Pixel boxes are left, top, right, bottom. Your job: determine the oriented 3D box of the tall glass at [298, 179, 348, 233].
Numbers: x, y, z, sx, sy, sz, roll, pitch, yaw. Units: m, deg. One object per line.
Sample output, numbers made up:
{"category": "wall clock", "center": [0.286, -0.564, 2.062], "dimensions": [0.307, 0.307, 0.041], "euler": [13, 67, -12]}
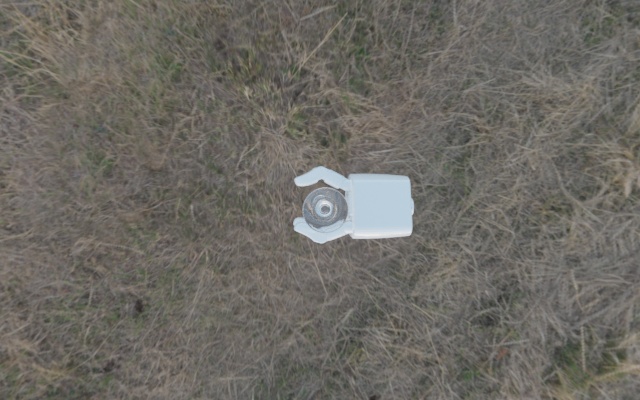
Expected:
{"category": "tall glass", "center": [0.000, 0.003, 0.864], "dimensions": [0.079, 0.079, 0.201], "euler": [0, 8, -5]}
